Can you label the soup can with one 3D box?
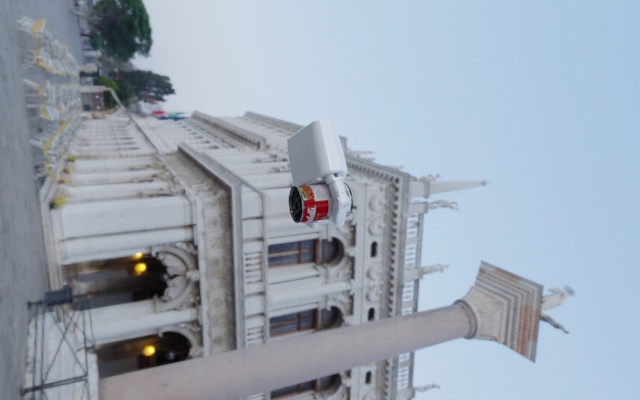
[{"bbox_3d":[0.001,0.003,0.881,0.102,0.068,0.068,-5,2,-24],"label":"soup can"}]
